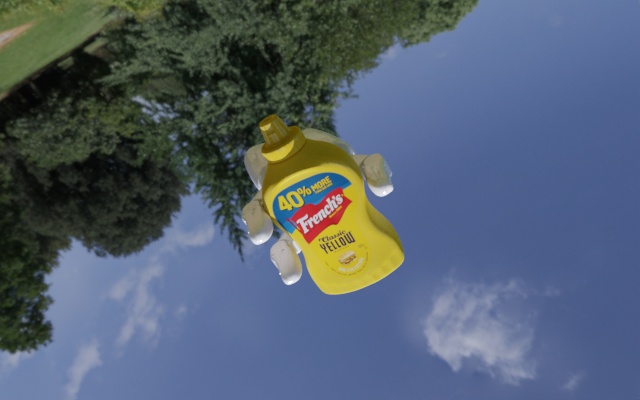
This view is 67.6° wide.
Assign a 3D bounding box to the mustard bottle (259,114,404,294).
[{"bbox_3d":[0.000,0.002,0.457,0.096,0.192,0.058,-24,28,16],"label":"mustard bottle"}]
